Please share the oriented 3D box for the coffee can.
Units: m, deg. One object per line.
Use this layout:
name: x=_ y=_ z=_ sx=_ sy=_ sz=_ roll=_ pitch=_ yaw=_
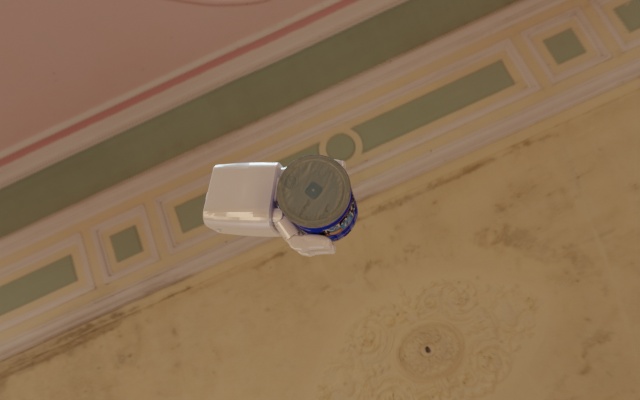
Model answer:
coffee can: x=0.000 y=0.002 z=0.712 sx=0.103 sy=0.102 sz=0.140 roll=0 pitch=-14 yaw=9
